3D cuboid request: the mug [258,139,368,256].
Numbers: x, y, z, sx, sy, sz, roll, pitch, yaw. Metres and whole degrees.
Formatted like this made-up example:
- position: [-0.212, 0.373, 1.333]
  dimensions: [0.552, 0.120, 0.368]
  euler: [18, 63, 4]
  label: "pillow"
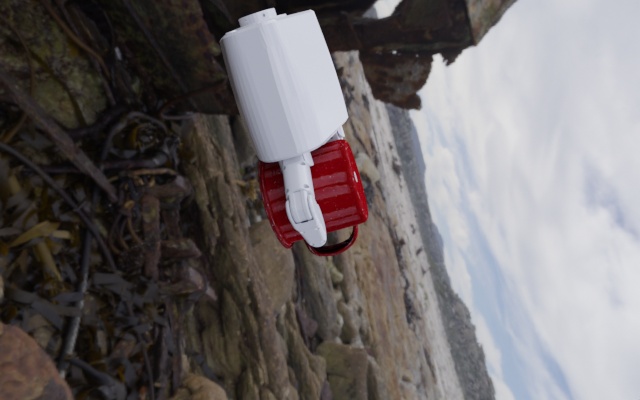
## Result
- position: [0.001, 0.003, 0.454]
  dimensions: [0.081, 0.117, 0.093]
  euler: [-15, 21, 9]
  label: "mug"
